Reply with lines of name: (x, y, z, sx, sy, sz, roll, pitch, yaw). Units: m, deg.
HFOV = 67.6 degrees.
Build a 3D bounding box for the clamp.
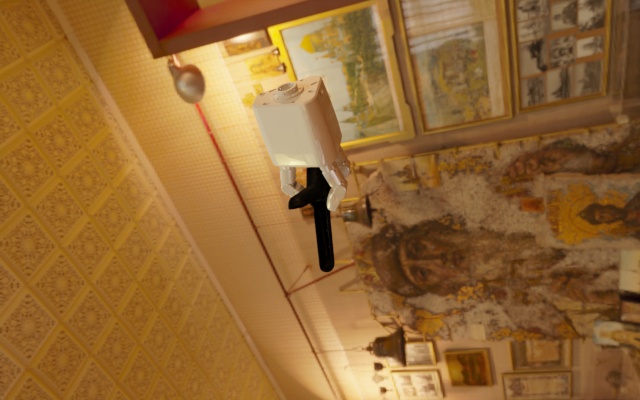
clamp: (-0.001, 0.002, 0.795, 0.036, 0.165, 0.209, -8, 37, 17)
